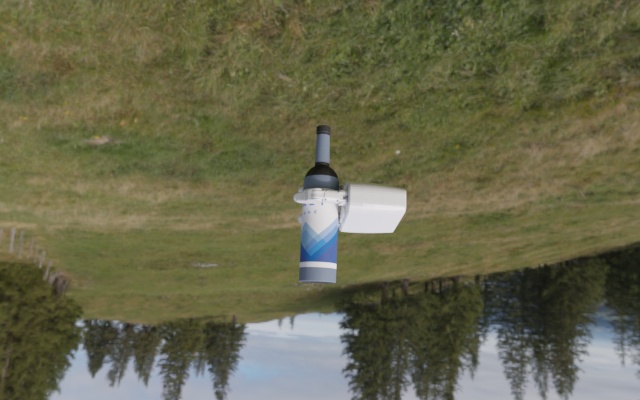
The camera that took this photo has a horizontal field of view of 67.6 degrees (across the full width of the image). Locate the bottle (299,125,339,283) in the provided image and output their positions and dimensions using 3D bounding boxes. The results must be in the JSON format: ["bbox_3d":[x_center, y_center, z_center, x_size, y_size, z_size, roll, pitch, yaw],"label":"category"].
[{"bbox_3d":[0.000,0.003,0.887,0.069,0.295,0.069,2,-12,0],"label":"bottle"}]
